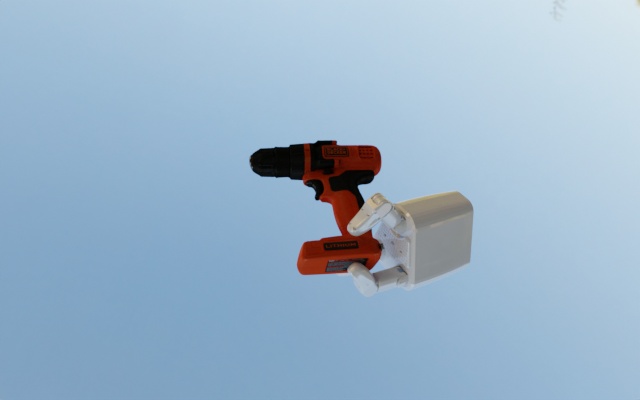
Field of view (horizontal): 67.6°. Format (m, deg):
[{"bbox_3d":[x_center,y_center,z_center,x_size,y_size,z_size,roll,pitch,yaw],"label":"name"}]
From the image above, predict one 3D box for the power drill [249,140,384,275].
[{"bbox_3d":[0.000,0.002,0.630,0.184,0.187,0.057,-3,-31,-6],"label":"power drill"}]
